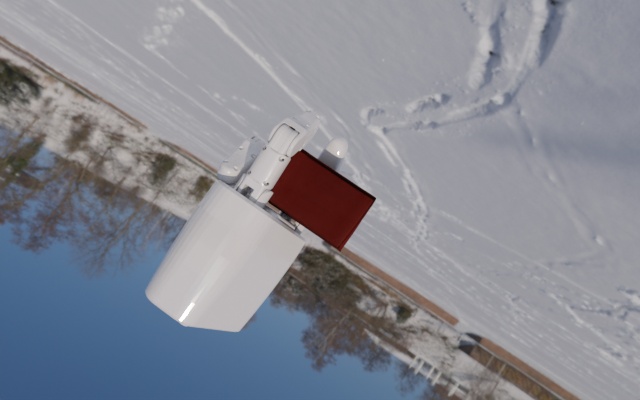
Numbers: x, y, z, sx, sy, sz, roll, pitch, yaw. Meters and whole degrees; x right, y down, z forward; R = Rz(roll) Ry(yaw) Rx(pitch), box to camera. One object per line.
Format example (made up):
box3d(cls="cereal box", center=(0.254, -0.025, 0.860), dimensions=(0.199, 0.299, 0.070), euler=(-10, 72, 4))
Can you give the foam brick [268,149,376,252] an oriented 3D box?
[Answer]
box3d(cls="foam brick", center=(0.000, 0.001, 0.408), dimensions=(0.078, 0.051, 0.053), euler=(34, -7, 8))
